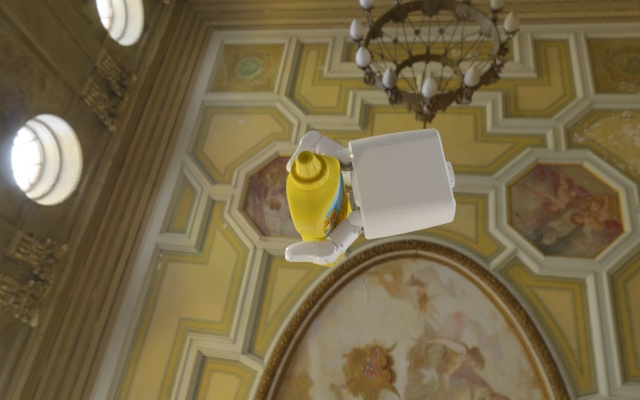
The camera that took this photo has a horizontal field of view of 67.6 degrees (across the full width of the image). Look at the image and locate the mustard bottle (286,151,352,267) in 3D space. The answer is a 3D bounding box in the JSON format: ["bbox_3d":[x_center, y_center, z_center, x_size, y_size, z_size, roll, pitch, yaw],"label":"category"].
[{"bbox_3d":[0.000,0.002,0.564,0.058,0.096,0.192,11,-26,16],"label":"mustard bottle"}]
